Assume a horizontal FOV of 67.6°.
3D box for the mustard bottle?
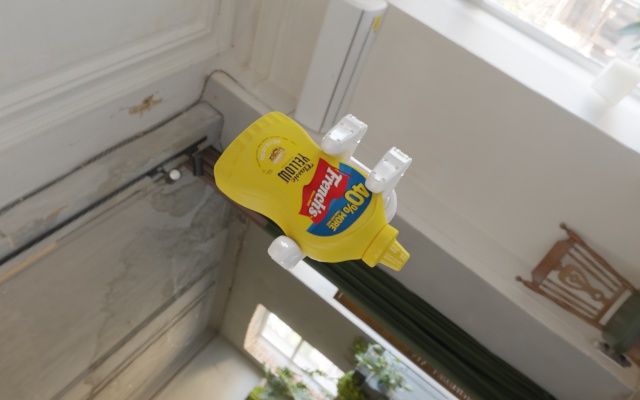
[{"bbox_3d":[0.000,0.001,0.449,0.191,0.096,0.058,37,-27,12],"label":"mustard bottle"}]
